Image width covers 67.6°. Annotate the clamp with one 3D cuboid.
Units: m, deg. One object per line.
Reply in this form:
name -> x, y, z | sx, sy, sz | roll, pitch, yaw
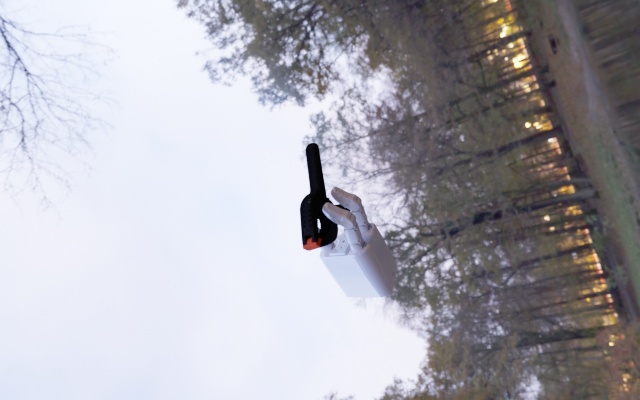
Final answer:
clamp -> -0.001, 0.003, 0.836 | 0.036, 0.165, 0.210 | -21, 24, 27
